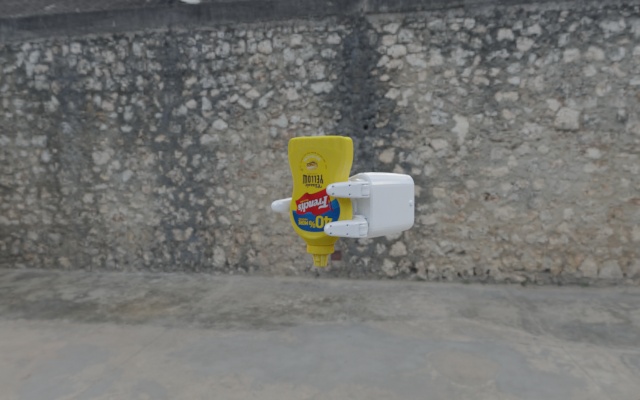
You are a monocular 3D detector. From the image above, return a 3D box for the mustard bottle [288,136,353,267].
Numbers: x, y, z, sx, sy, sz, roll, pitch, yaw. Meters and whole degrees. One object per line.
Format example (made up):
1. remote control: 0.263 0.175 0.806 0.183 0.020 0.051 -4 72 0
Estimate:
1. mustard bottle: 0.000 0.002 0.708 0.096 0.191 0.058 2 4 26
